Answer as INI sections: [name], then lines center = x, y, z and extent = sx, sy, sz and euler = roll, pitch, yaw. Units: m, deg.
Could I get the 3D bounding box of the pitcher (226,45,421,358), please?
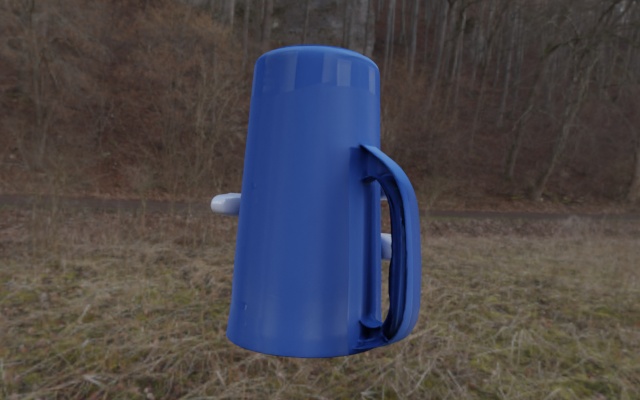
[pitcher]
center = 0.000, 0.001, 0.405
extent = 0.149, 0.243, 0.145
euler = 3, 0, -2
